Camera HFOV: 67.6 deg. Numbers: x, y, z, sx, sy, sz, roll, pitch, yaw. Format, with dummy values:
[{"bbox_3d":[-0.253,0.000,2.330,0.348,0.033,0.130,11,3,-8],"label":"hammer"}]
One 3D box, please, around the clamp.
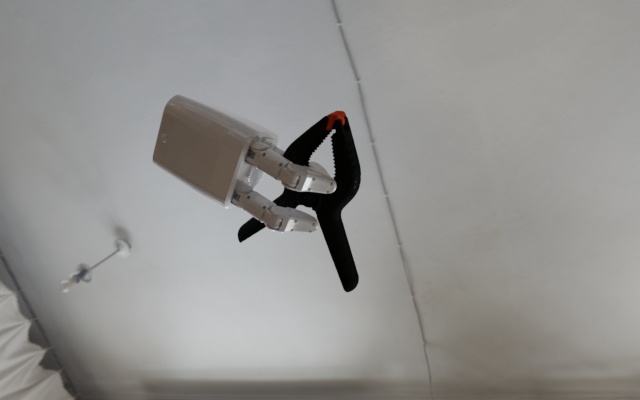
[{"bbox_3d":[0.000,0.001,0.554,0.164,0.210,0.036,29,28,9],"label":"clamp"}]
